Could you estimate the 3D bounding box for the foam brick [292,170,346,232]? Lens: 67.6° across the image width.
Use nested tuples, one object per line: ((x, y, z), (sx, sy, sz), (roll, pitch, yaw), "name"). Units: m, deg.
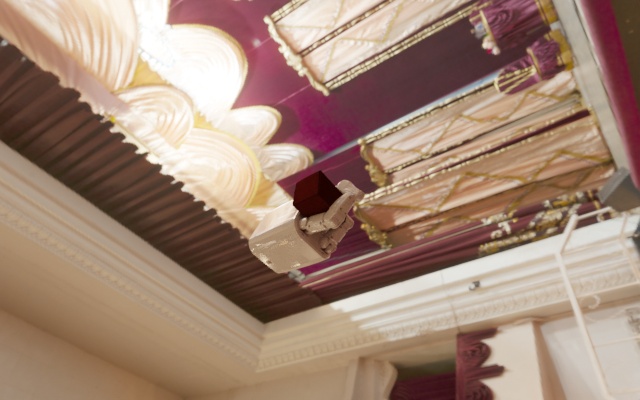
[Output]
((0.000, 0.002, 0.756), (0.051, 0.053, 0.078), (-23, -51, 29), "foam brick")
